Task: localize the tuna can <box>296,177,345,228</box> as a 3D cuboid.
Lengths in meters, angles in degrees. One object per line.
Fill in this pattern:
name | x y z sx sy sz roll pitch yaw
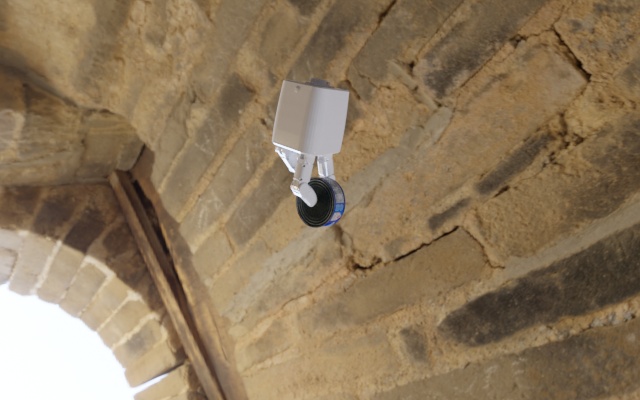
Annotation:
tuna can | 0.000 0.003 0.813 0.086 0.086 0.034 0 2 40
